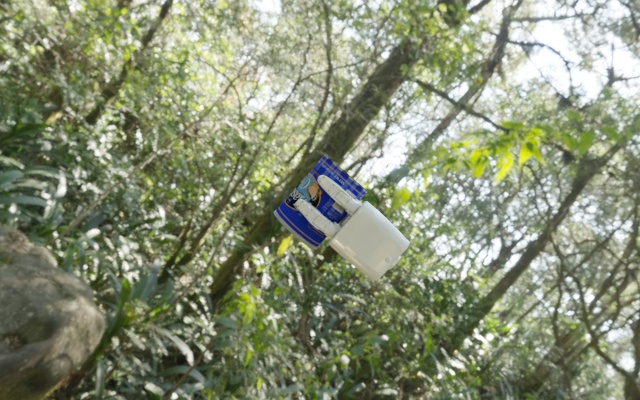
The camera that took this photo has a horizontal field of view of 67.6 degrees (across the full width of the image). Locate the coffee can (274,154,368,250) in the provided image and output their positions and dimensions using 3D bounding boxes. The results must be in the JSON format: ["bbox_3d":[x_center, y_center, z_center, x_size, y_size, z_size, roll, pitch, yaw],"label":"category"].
[{"bbox_3d":[0.000,0.003,0.856,0.103,0.140,0.103,41,4,-3],"label":"coffee can"}]
